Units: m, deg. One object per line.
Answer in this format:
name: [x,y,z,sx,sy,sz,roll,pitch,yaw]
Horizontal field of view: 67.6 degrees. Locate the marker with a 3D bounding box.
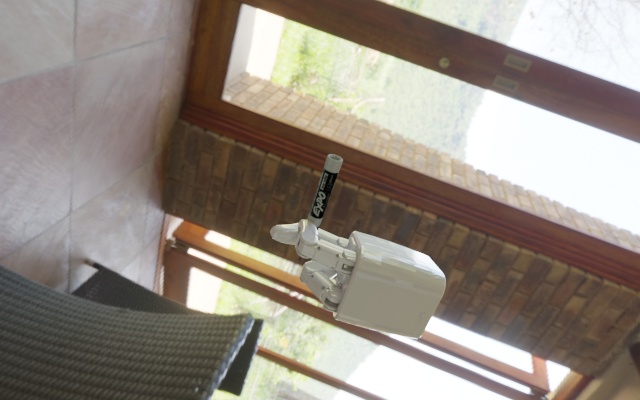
marker: [0.000,0.002,0.575,0.020,0.121,0.020,15,27,-8]
